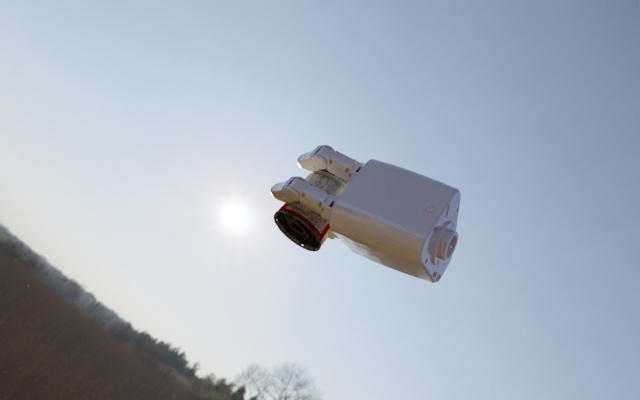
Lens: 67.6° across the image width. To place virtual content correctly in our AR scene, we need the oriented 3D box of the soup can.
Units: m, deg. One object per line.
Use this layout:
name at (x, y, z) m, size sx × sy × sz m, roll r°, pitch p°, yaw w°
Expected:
soup can at (0.000, 0.002, 0.583) m, size 0.068 × 0.102 × 0.068 m, roll 30°, pitch -27°, yaw 17°
